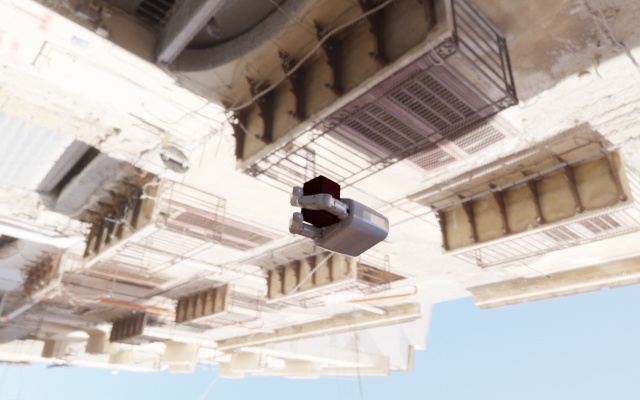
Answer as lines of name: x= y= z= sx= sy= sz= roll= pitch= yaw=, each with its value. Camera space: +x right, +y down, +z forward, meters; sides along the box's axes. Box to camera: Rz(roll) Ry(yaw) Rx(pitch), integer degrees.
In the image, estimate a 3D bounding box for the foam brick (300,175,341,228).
foam brick: x=0.000 y=0.003 z=0.871 sx=0.051 sy=0.078 sz=0.053 roll=23 pitch=-29 yaw=-37
